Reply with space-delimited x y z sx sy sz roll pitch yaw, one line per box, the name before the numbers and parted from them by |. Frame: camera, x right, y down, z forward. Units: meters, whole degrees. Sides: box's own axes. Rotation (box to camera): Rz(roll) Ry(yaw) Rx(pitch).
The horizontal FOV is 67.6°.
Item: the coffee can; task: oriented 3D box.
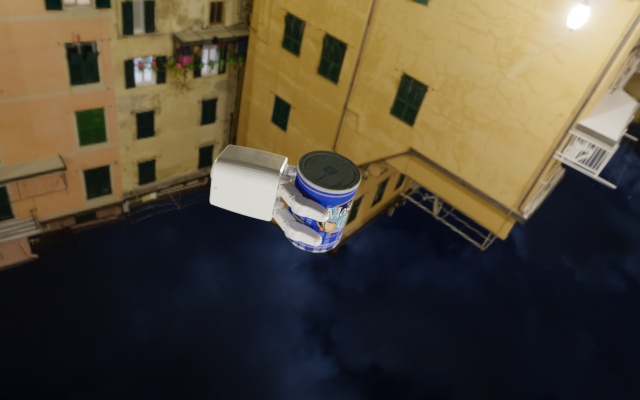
coffee can | 0.000 0.003 0.799 0.103 0.140 0.102 9 40 -8
